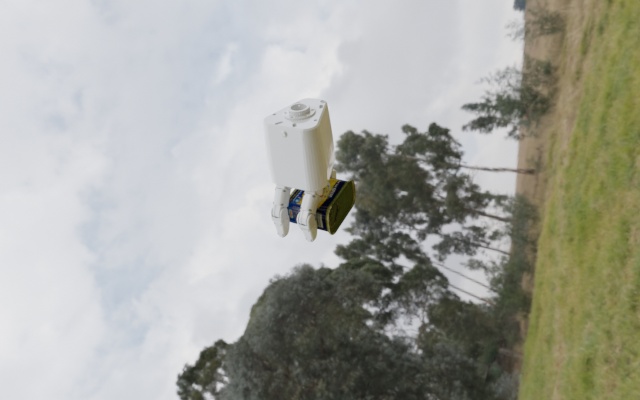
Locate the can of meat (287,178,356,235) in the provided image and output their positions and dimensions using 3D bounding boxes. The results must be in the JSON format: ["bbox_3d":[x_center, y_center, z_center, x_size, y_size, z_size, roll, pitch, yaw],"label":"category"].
[{"bbox_3d":[0.000,0.003,0.801,0.084,0.057,0.102,13,44,25],"label":"can of meat"}]
